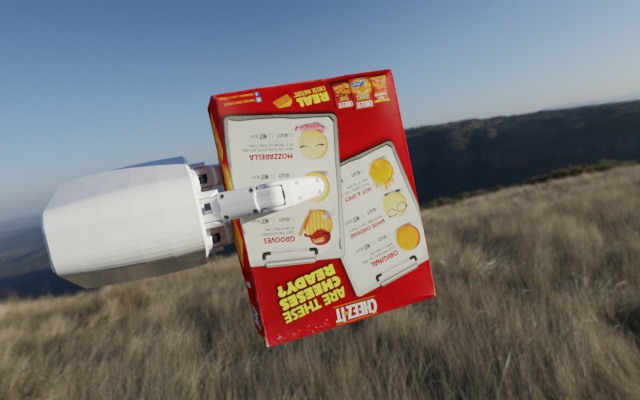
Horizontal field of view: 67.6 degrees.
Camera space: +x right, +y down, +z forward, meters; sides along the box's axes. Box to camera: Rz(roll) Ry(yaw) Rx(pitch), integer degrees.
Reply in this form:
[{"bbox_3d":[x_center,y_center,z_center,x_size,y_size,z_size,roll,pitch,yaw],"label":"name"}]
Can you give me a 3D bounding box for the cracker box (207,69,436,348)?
[{"bbox_3d":[0.000,0.001,0.439,0.164,0.214,0.072,-13,4,-16],"label":"cracker box"}]
